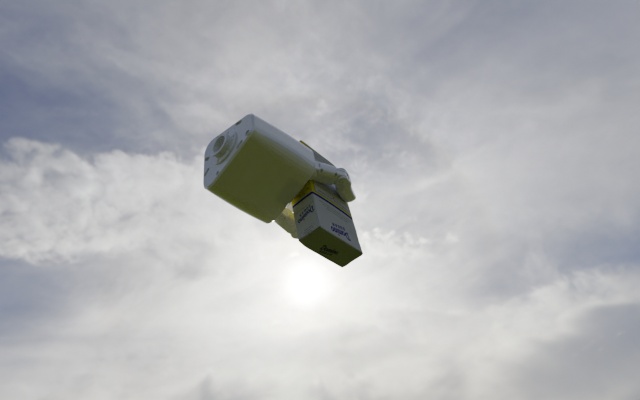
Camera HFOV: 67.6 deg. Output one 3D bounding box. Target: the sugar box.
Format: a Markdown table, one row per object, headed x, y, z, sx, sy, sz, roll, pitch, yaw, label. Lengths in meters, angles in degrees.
| x | y | z | sx | sy | sz | roll | pitch | yaw | label |
| --- | --- | --- | --- | --- | --- | --- | --- | --- | --- |
| 0.000 | 0.002 | 0.683 | 0.048 | 0.176 | 0.093 | -35 | -49 | 25 | sugar box |
